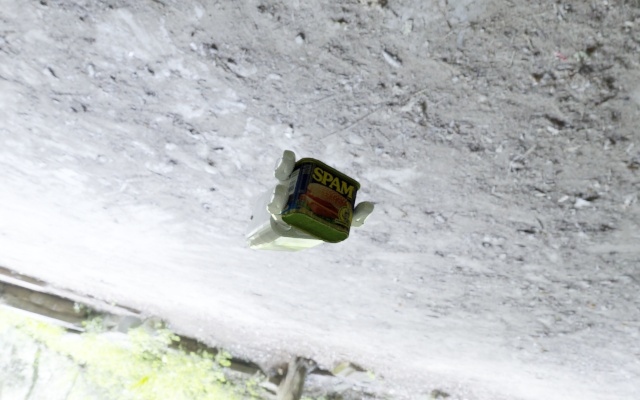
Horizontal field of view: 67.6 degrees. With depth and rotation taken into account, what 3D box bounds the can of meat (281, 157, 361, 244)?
[{"bbox_3d":[0.000,0.002,0.659,0.102,0.084,0.057,27,-30,-27],"label":"can of meat"}]
